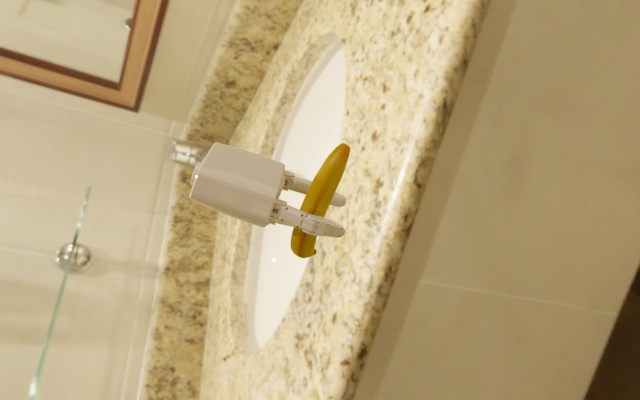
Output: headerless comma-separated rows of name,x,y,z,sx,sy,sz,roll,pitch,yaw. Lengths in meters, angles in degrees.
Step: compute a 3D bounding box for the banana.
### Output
banana,-0.007,0.013,0.658,0.037,0.198,0.069,25,34,8
